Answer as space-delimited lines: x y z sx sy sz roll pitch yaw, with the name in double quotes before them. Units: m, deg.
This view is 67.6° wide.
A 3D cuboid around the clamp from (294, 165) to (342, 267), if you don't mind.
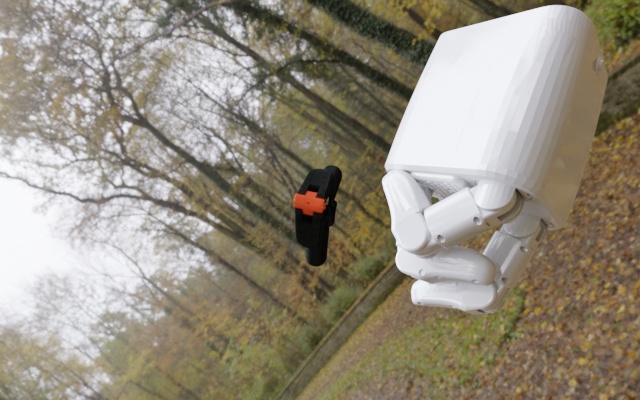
"clamp" -0.001 0.002 0.502 0.039 0.120 0.171 5 -14 3
